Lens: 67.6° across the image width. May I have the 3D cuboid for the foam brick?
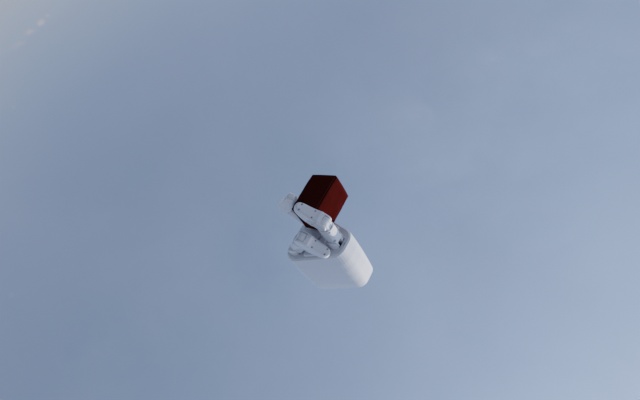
[{"bbox_3d":[0.000,0.002,0.790,0.053,0.078,0.051,7,-33,41],"label":"foam brick"}]
